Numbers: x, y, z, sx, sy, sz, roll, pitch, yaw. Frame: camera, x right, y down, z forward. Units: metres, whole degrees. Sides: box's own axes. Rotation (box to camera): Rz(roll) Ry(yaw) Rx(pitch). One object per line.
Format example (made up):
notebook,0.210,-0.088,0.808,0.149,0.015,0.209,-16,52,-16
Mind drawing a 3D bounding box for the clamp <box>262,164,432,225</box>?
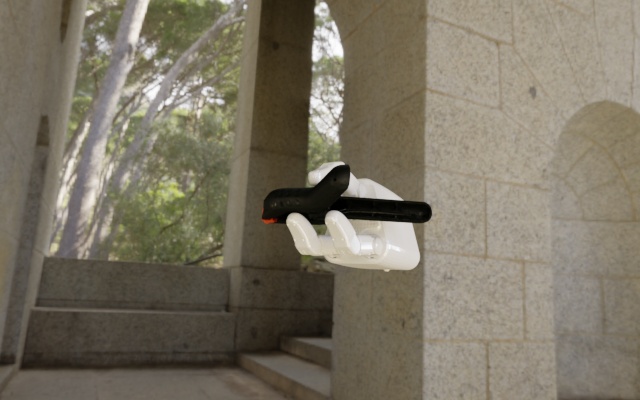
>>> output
clamp,0.000,0.001,0.550,0.210,0.036,0.164,-5,-19,35
